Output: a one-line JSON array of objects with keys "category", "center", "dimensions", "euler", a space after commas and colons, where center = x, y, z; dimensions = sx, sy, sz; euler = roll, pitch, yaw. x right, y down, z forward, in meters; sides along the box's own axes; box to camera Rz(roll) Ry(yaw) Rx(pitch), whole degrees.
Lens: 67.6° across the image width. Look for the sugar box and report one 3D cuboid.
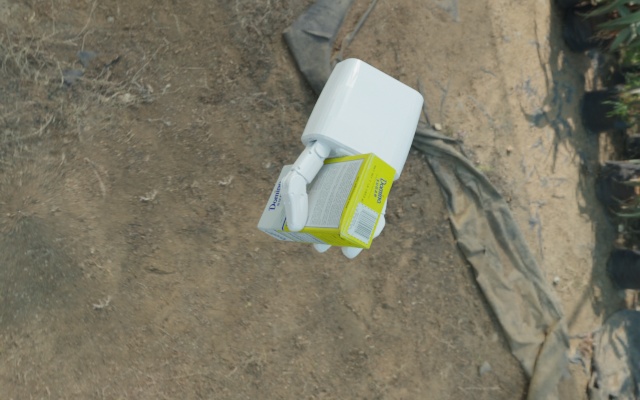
[{"category": "sugar box", "center": [0.001, 0.002, 0.547], "dimensions": [0.048, 0.093, 0.176], "euler": [30, -17, -28]}]
